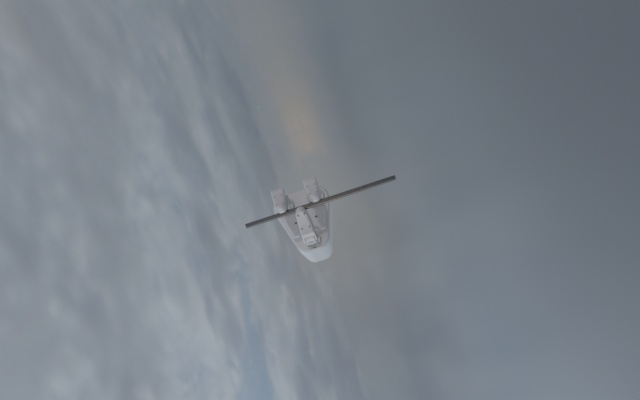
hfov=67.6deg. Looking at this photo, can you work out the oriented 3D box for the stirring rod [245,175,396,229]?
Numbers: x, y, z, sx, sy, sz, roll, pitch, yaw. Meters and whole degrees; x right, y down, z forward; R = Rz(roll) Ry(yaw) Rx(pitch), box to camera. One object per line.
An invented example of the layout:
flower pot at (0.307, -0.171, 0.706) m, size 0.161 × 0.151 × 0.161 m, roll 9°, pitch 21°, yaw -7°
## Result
stirring rod at (0.000, 0.002, 0.731) m, size 0.239 × 0.011 × 0.011 m, roll -18°, pitch 0°, yaw 1°
